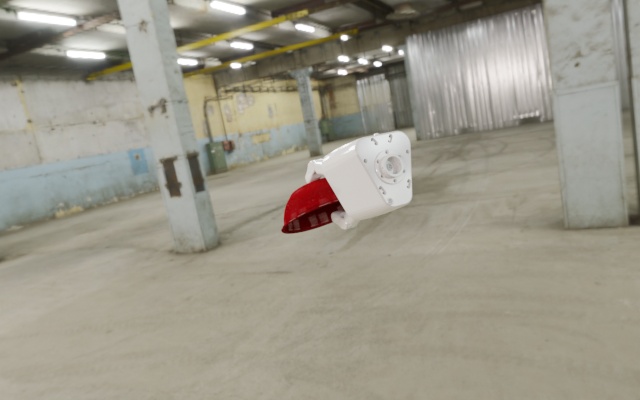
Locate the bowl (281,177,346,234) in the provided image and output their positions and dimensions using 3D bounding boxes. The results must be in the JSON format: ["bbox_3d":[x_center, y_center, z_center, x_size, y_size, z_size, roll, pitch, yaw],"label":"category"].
[{"bbox_3d":[-0.001,0.003,0.827,0.162,0.055,0.162,-20,-14,-5],"label":"bowl"}]
